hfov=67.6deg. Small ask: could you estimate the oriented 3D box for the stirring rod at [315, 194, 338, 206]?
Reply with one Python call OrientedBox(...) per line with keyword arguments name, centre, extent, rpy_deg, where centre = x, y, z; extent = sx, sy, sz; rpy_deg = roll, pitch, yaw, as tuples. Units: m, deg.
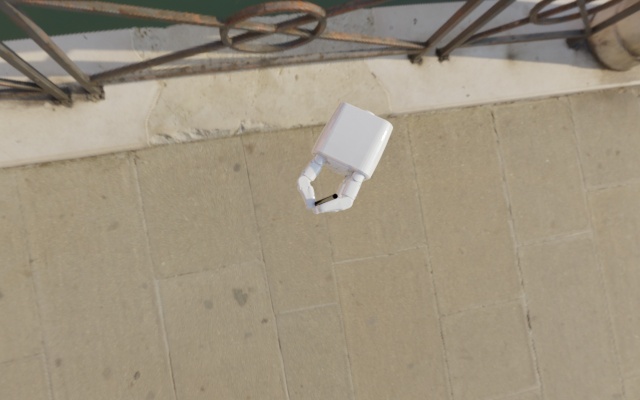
OrientedBox(name="stirring rod", centre=(0.000, 0.003, 0.799), extent=(0.011, 0.011, 0.239), rpy_deg=(0, -4, -10))
